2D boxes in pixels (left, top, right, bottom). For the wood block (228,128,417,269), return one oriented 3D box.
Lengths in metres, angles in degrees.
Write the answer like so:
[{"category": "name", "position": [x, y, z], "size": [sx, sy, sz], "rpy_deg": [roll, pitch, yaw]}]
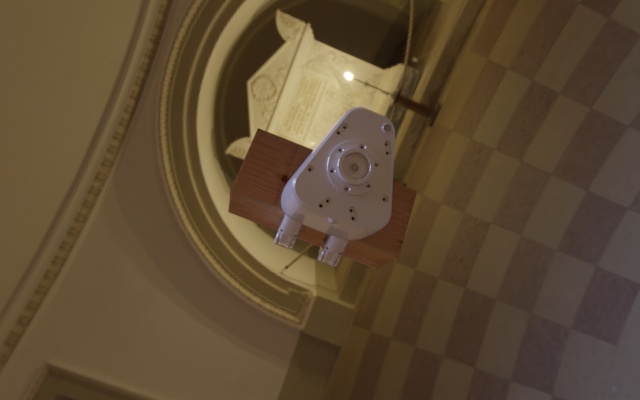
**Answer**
[{"category": "wood block", "position": [0.000, 0.002, 0.595], "size": [0.206, 0.090, 0.090], "rpy_deg": [22, -20, -5]}]
